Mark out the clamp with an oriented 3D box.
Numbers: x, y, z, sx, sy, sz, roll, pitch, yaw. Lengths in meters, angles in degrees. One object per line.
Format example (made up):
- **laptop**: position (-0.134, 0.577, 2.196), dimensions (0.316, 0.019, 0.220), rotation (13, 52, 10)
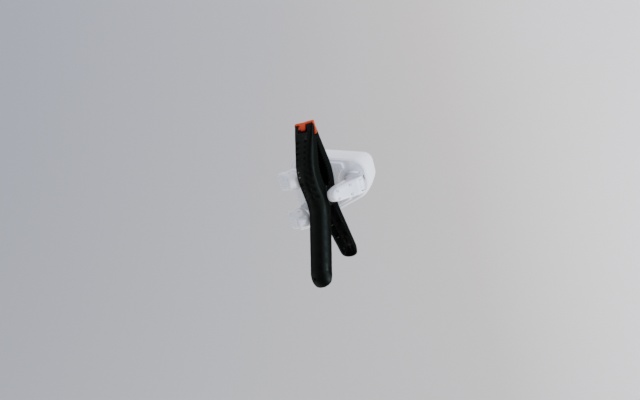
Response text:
- **clamp**: position (0.001, 0.001, 0.624), dimensions (0.036, 0.210, 0.164), rotation (-12, 11, 17)
